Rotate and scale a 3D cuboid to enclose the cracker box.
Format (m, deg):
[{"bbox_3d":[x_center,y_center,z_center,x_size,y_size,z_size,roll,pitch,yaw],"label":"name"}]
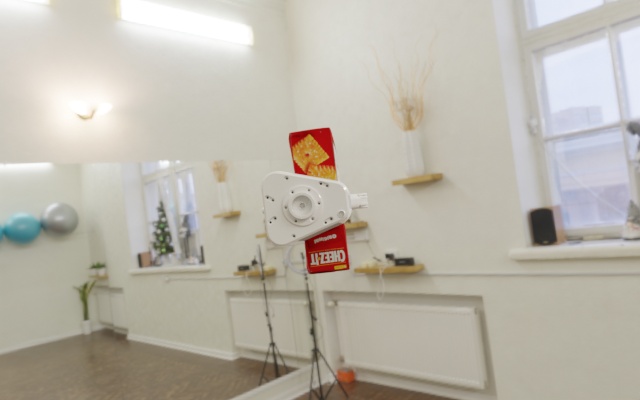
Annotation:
[{"bbox_3d":[0.000,0.002,0.779,0.072,0.213,0.164,-7,-2,2],"label":"cracker box"}]
